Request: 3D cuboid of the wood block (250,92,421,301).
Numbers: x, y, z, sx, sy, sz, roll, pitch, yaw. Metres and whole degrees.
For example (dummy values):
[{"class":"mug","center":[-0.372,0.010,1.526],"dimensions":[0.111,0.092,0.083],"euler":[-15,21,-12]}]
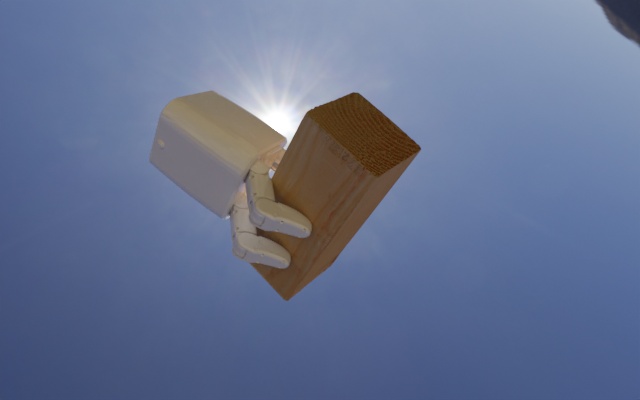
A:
[{"class":"wood block","center":[0.000,0.001,0.502],"dimensions":[0.090,0.090,0.206],"euler":[-33,-18,-46]}]
